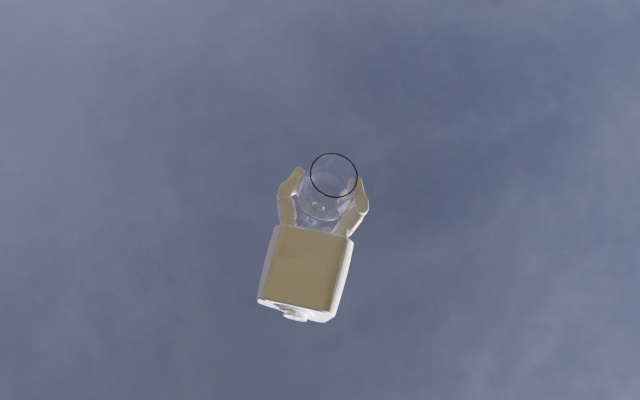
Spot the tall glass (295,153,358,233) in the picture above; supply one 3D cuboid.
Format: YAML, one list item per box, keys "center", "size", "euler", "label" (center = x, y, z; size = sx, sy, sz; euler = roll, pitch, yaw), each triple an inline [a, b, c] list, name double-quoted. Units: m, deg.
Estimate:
- center: [0.000, 0.002, 0.686]
  size: [0.079, 0.079, 0.201]
  euler: [0, -20, -10]
  label: "tall glass"
